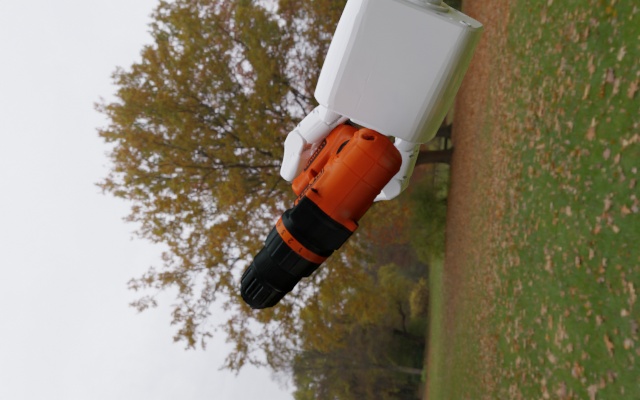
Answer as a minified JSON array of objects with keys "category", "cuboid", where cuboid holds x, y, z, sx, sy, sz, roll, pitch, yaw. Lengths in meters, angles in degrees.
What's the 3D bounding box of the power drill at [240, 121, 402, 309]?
[{"category":"power drill","cuboid":[0.000,0.001,0.457,0.057,0.184,0.187,39,16,-10]}]
